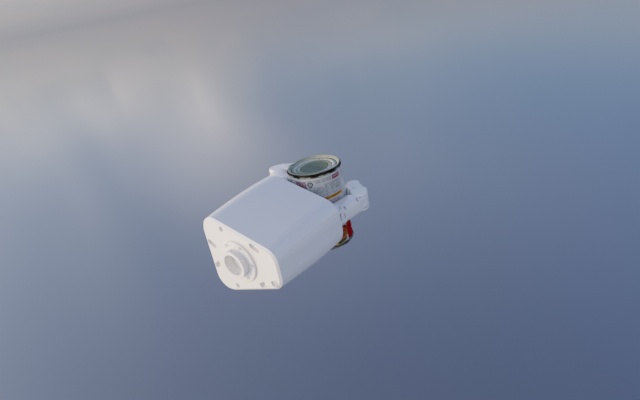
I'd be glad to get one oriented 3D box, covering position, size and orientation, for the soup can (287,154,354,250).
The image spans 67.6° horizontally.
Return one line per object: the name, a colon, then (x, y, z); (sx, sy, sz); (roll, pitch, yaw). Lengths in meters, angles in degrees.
soup can: (0.000, 0.001, 0.592); (0.068, 0.102, 0.068); (-9, 25, 4)
